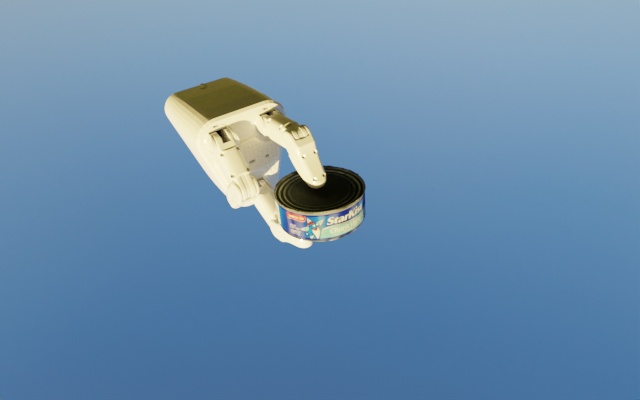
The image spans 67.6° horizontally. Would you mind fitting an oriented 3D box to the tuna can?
[{"bbox_3d":[0.000,0.002,0.452,0.086,0.034,0.086,-4,32,2],"label":"tuna can"}]
